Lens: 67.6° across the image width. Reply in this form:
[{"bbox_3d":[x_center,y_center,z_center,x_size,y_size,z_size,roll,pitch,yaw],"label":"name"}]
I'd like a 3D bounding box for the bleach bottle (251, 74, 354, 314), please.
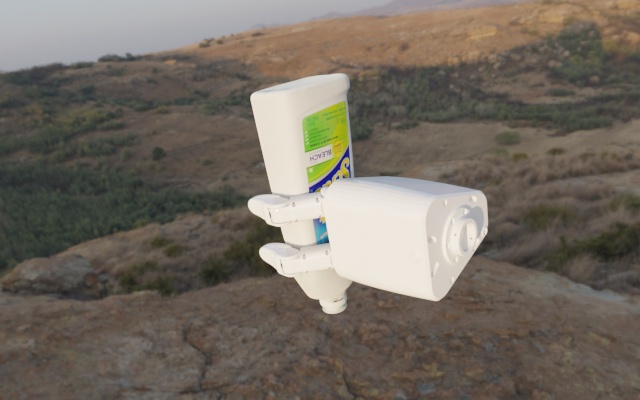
[{"bbox_3d":[0.000,0.002,0.507,0.068,0.251,0.102,9,27,43],"label":"bleach bottle"}]
